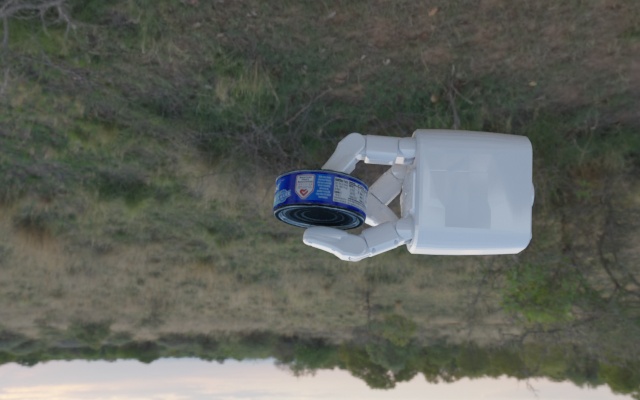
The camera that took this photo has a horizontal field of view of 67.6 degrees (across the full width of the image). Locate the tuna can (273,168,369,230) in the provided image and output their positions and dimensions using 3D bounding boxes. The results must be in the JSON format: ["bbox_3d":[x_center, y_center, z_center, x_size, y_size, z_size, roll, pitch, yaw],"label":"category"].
[{"bbox_3d":[0.000,0.002,0.435,0.086,0.033,0.086,5,-17,1],"label":"tuna can"}]
